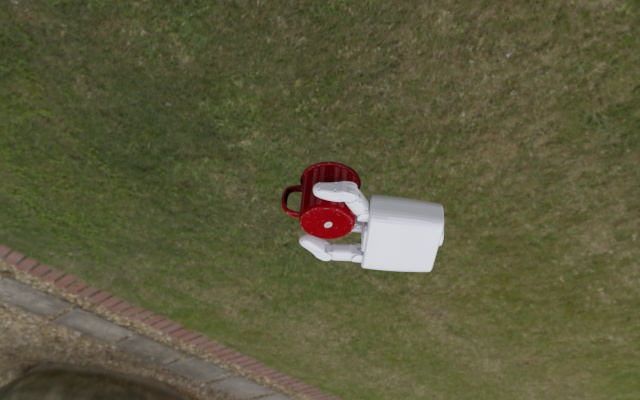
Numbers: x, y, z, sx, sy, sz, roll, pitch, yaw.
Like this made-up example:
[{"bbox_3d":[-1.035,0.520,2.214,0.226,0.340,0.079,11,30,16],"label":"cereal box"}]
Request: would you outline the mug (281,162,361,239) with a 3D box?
[{"bbox_3d":[-0.001,0.002,0.707,0.117,0.081,0.093,4,-38,2],"label":"mug"}]
